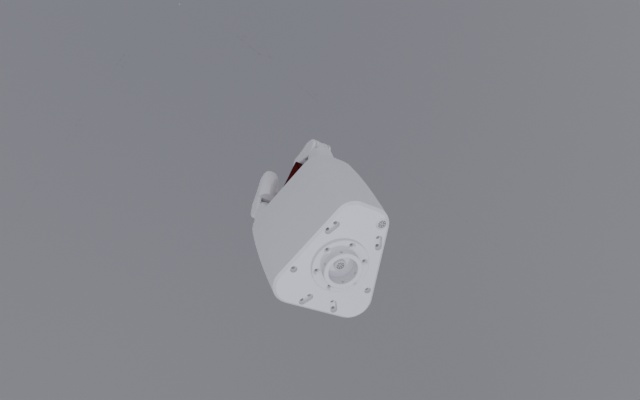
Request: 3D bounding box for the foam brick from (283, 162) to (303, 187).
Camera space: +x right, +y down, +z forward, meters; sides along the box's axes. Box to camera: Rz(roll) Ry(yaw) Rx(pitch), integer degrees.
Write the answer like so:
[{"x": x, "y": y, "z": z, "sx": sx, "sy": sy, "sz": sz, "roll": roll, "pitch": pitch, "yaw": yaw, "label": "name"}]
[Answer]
[{"x": 0.000, "y": 0.002, "z": 0.518, "sx": 0.078, "sy": 0.053, "sz": 0.051, "roll": 19, "pitch": 20, "yaw": -23, "label": "foam brick"}]
